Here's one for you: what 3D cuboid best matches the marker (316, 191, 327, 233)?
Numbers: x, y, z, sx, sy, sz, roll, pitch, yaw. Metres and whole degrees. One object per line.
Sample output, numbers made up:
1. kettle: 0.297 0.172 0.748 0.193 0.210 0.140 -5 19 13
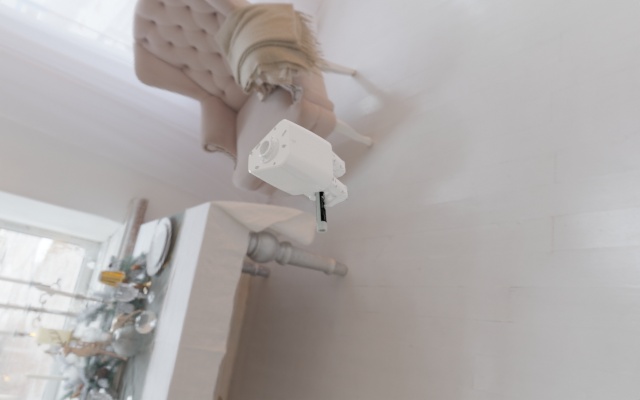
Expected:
1. marker: 0.000 0.003 0.895 0.020 0.121 0.020 -2 -30 -1
